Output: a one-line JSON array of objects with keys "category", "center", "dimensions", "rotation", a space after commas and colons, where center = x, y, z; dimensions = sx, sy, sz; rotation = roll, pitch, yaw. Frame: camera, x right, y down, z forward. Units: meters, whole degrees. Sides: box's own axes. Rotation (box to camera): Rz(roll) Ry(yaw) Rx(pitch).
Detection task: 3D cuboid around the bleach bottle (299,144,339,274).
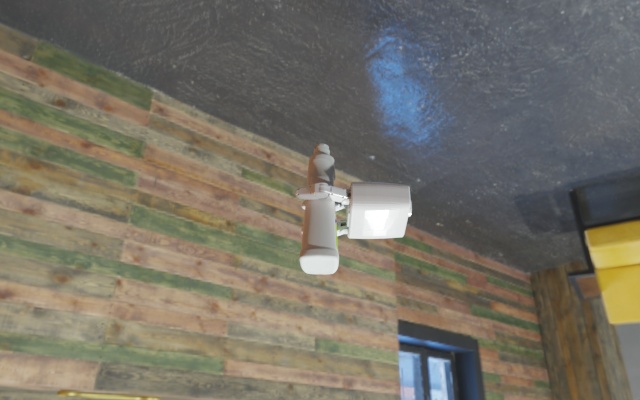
[{"category": "bleach bottle", "center": [0.000, 0.003, 0.884], "dimensions": [0.068, 0.250, 0.103], "rotation": [1, -26, 1]}]
